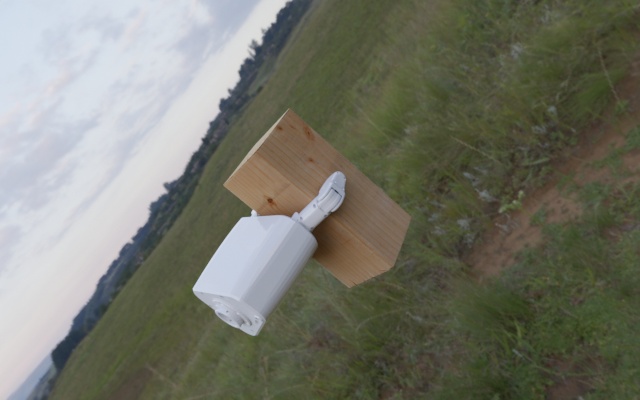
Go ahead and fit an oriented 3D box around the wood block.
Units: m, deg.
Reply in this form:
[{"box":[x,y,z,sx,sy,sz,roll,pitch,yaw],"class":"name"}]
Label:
[{"box":[0.000,0.002,0.587,0.206,0.090,0.091,41,-42,-13],"class":"wood block"}]
